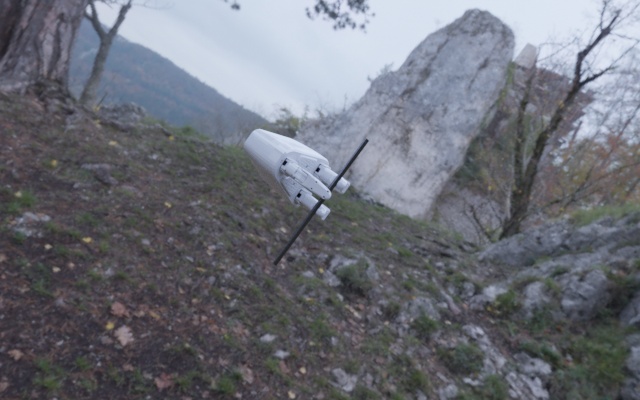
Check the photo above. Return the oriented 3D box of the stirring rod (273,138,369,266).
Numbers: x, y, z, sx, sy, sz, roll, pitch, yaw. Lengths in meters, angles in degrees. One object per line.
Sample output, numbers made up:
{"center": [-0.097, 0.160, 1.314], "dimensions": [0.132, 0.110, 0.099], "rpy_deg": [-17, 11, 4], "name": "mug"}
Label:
{"center": [0.000, 0.002, 0.738], "dimensions": [0.011, 0.239, 0.011], "rpy_deg": [37, 1, -1], "name": "stirring rod"}
